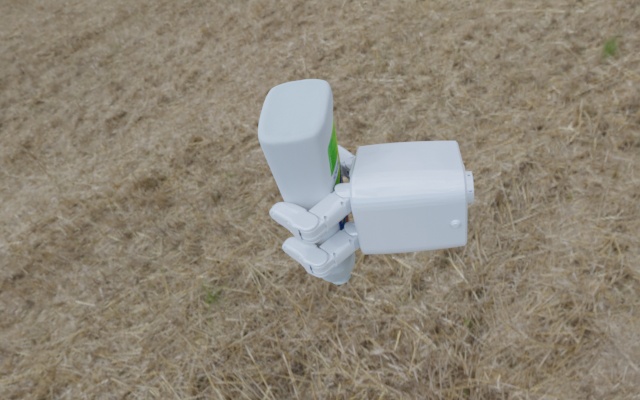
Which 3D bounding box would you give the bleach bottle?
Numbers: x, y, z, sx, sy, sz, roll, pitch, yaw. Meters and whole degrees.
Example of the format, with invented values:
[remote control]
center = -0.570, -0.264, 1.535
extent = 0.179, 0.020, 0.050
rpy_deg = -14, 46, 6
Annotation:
[bleach bottle]
center = 0.000, 0.002, 0.527
extent = 0.068, 0.102, 0.251
rpy_deg = -5, -45, 12
